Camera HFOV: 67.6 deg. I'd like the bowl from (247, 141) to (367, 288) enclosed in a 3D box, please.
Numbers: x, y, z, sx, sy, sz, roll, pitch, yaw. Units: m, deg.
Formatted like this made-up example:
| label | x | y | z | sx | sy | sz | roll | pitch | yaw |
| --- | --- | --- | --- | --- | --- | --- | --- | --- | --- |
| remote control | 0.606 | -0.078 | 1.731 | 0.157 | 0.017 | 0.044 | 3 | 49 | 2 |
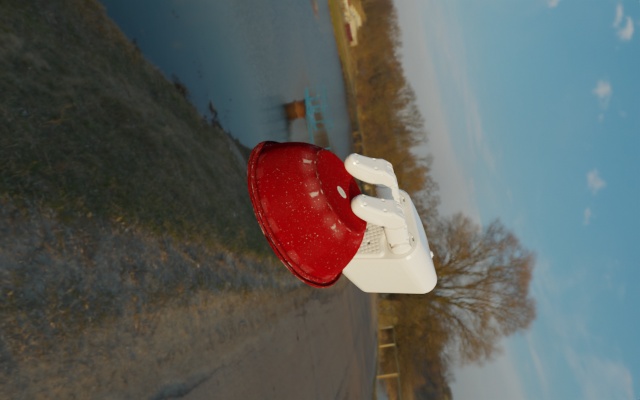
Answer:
| label | x | y | z | sx | sy | sz | roll | pitch | yaw |
| --- | --- | --- | --- | --- | --- | --- | --- | --- | --- |
| bowl | 0.000 | 0.001 | 0.475 | 0.055 | 0.162 | 0.162 | -26 | -12 | 25 |
